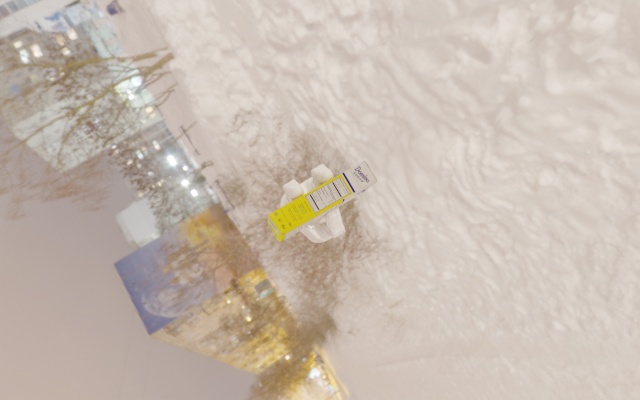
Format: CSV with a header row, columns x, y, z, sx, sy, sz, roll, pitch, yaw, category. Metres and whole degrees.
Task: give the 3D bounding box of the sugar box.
x,y,z,sx,sy,sz,roll,pitch,yaw,category
0.000,0.002,0.776,0.176,0.048,0.093,-32,-4,-12,sugar box
